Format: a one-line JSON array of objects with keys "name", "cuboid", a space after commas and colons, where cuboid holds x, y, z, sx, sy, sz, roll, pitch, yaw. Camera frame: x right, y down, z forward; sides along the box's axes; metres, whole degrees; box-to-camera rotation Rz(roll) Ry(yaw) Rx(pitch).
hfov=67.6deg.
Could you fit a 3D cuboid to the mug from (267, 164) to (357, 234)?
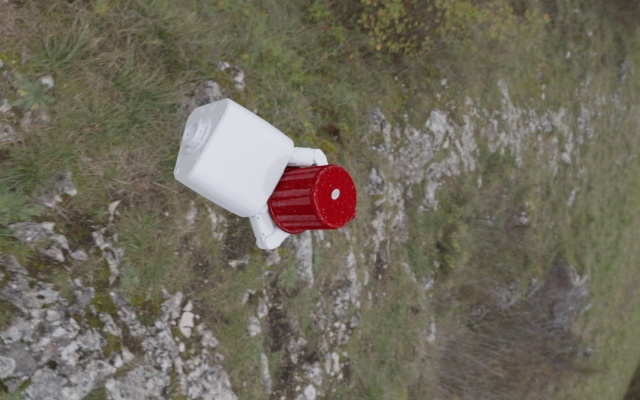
[{"name": "mug", "cuboid": [0.001, 0.003, 0.623, 0.081, 0.093, 0.117, -4, -27, 45]}]
